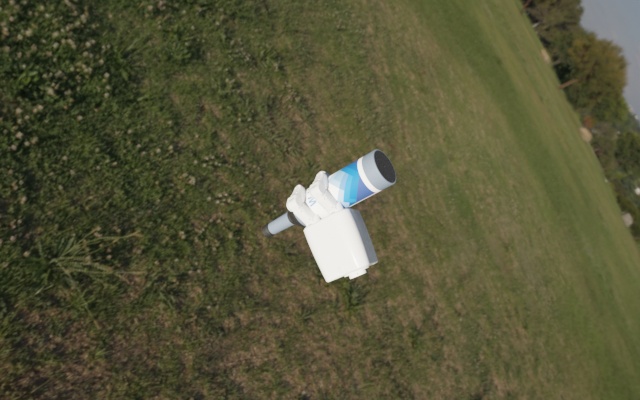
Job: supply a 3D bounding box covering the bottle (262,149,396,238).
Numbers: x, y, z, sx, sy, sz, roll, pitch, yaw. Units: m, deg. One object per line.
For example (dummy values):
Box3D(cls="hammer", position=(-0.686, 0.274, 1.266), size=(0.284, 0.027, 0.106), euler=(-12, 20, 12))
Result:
Box3D(cls="bottle", position=(0.000, 0.003, 0.886), size=(0.296, 0.069, 0.069), euler=(-29, -16, 32))
